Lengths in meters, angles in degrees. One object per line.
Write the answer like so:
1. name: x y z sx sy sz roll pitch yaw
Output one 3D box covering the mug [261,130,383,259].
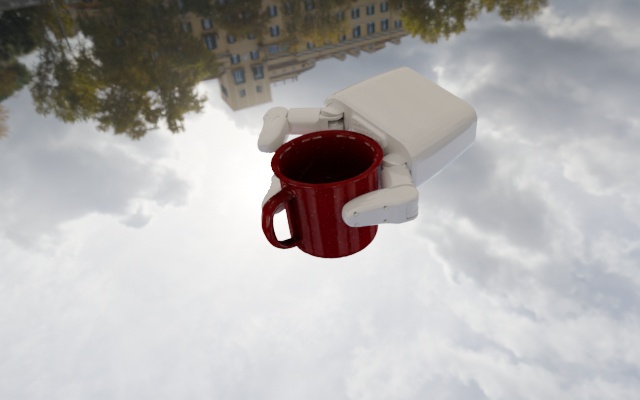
1. mug: -0.001 0.002 0.408 0.117 0.082 0.093 -32 42 -32
